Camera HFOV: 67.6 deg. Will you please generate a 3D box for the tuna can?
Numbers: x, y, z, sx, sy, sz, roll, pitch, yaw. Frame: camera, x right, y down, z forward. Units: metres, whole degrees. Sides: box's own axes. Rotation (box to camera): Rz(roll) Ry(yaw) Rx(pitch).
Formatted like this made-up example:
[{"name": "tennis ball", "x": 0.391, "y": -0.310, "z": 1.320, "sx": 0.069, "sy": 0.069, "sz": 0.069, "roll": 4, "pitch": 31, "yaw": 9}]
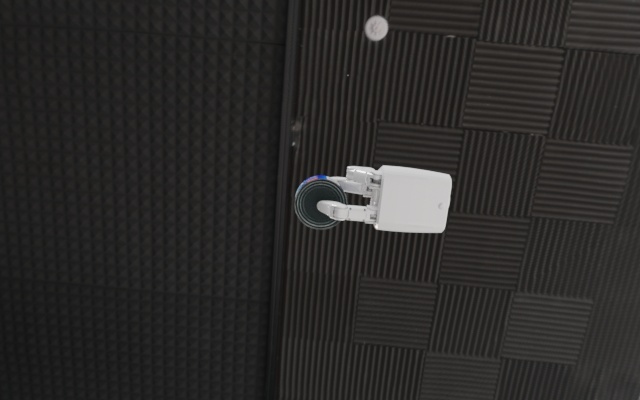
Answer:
[{"name": "tuna can", "x": 0.000, "y": 0.002, "z": 0.783, "sx": 0.086, "sy": 0.086, "sz": 0.033, "roll": 0, "pitch": 15, "yaw": -2}]
